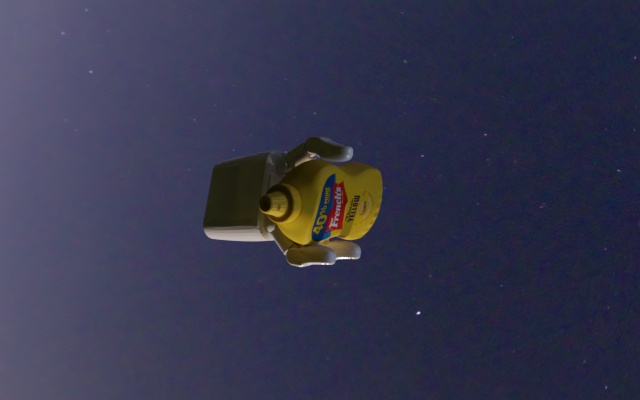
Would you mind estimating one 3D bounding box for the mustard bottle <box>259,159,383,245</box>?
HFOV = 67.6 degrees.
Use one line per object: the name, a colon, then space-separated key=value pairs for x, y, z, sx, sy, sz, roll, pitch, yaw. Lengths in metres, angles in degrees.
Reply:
mustard bottle: x=0.001 y=0.002 z=0.547 sx=0.058 sy=0.096 sz=0.191 roll=24 pitch=14 yaw=33
